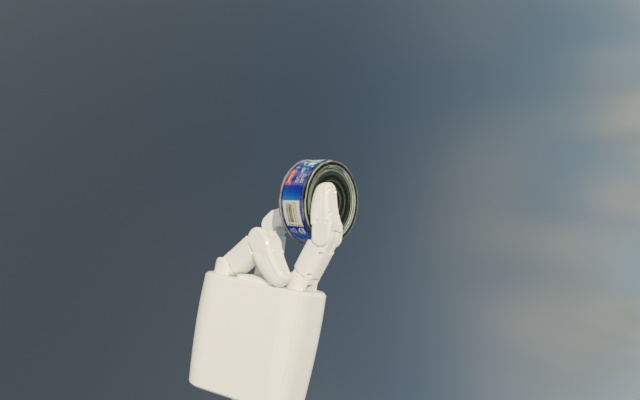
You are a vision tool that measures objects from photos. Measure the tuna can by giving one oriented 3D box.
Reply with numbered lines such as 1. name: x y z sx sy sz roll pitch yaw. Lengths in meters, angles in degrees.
1. tuna can: 0.001 0.002 0.477 0.034 0.086 0.086 2 1 41
